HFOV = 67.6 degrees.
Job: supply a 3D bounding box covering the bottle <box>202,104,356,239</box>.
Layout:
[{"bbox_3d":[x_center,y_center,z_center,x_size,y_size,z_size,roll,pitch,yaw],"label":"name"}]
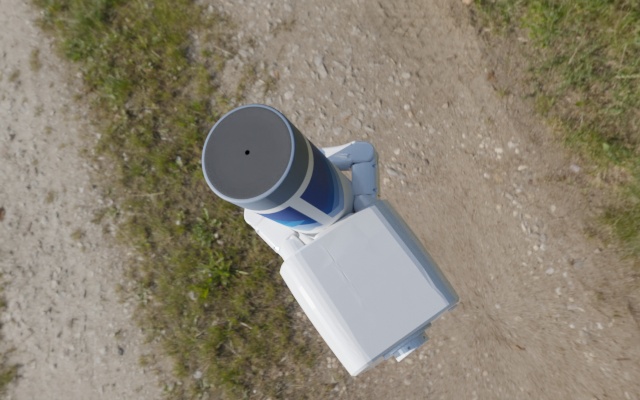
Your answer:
[{"bbox_3d":[0.000,0.001,0.438,0.069,0.069,0.296,0,-13,19],"label":"bottle"}]
